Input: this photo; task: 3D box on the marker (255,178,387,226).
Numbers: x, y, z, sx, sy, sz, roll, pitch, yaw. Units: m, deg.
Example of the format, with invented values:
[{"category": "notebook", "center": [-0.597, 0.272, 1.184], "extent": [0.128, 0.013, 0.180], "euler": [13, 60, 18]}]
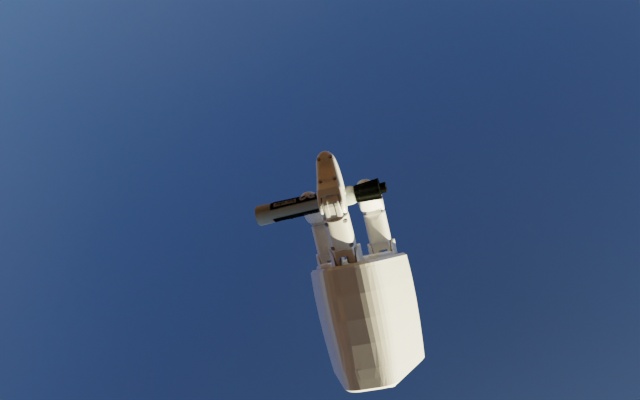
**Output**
[{"category": "marker", "center": [0.000, 0.001, 0.431], "extent": [0.121, 0.020, 0.020], "euler": [-13, -2, 11]}]
